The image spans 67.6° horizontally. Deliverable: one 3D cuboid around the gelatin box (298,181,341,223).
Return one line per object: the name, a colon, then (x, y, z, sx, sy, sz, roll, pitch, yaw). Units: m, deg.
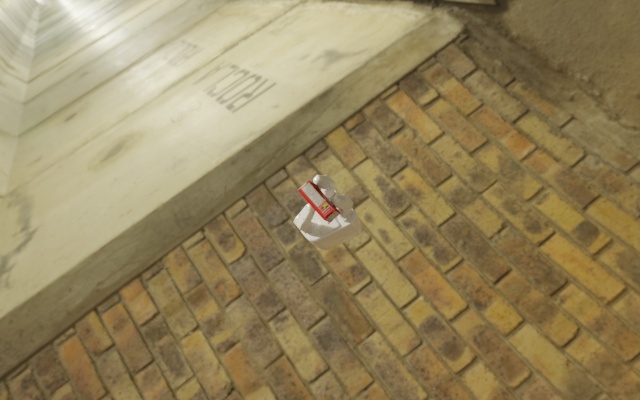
gelatin box: (0.000, 0.003, 0.880, 0.030, 0.073, 0.089, -42, -10, 4)
